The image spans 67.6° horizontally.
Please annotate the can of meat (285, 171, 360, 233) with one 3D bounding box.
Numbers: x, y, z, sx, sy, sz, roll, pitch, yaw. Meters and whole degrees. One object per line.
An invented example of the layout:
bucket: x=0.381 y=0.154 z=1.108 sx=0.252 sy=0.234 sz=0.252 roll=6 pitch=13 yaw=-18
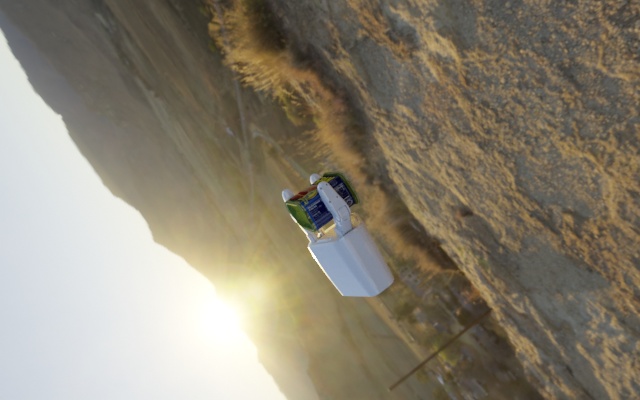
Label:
can of meat: x=0.000 y=0.003 z=0.734 sx=0.084 sy=0.057 sz=0.102 roll=-35 pitch=12 yaw=-14
